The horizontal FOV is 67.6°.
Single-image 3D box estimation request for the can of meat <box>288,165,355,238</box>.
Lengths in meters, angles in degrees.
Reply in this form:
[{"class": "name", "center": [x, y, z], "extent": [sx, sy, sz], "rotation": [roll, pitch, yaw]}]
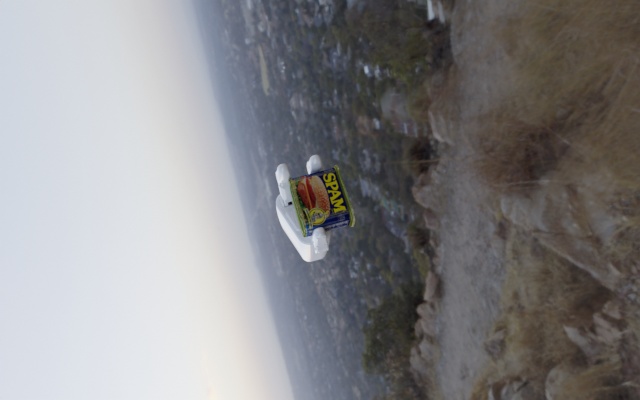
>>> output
[{"class": "can of meat", "center": [0.000, 0.003, 0.773], "extent": [0.084, 0.102, 0.057], "rotation": [-15, -20, -7]}]
